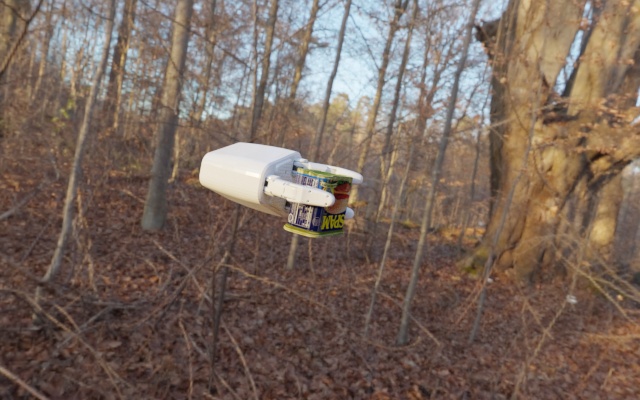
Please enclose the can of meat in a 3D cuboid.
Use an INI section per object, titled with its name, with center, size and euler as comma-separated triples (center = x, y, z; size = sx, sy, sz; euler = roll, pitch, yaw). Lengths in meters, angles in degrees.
[can of meat]
center = 0.000, 0.002, 0.663
size = 0.057, 0.084, 0.102
euler = 14, 7, 27
